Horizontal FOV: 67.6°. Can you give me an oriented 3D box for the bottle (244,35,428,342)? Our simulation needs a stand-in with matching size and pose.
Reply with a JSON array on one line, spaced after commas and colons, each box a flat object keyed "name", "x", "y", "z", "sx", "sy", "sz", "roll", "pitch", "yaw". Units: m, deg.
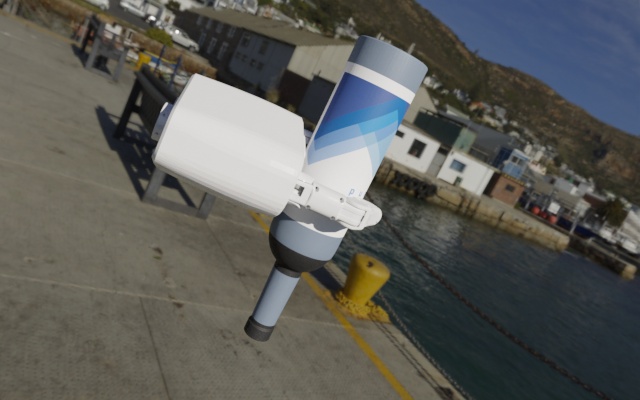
[{"name": "bottle", "x": 0.000, "y": 0.001, "z": 0.443, "sx": 0.069, "sy": 0.296, "sz": 0.069, "roll": 25, "pitch": 11, "yaw": -5}]
